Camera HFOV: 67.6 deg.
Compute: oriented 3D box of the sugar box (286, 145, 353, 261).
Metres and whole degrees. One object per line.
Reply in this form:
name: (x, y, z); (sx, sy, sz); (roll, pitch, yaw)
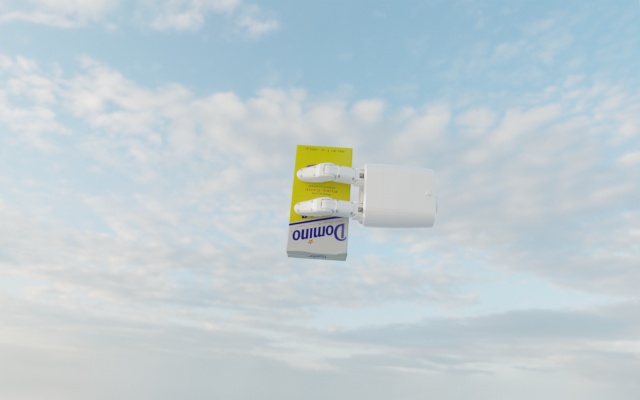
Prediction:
sugar box: (0.000, 0.002, 0.743); (0.093, 0.176, 0.048); (3, -22, 1)
